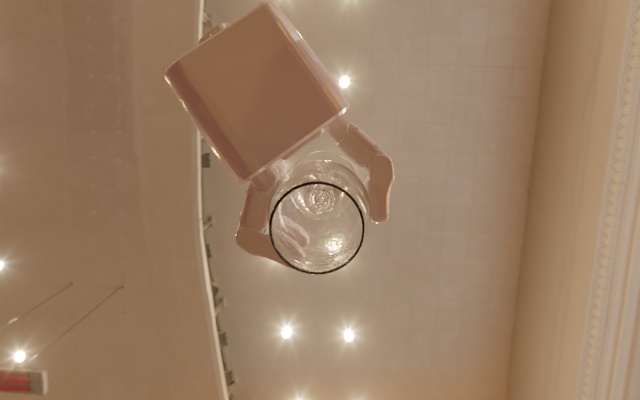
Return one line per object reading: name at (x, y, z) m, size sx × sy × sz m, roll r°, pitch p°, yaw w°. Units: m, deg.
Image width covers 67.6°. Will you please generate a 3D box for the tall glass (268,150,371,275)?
tall glass at (0.000, 0.001, 0.402) m, size 0.079 × 0.079 × 0.201 m, roll 0°, pitch 10°, yaw 1°
